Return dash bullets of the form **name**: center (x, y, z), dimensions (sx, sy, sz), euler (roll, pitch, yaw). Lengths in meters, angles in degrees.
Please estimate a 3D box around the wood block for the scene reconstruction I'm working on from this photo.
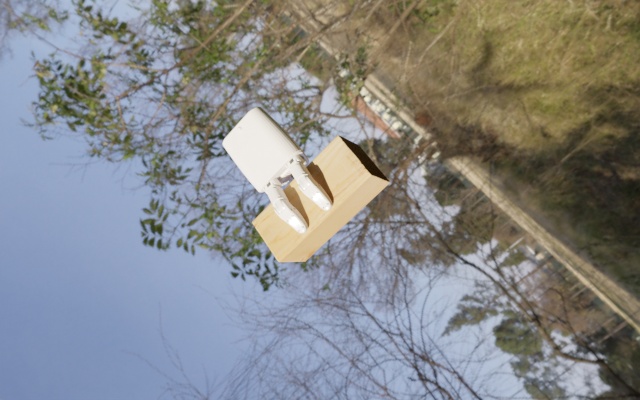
- **wood block**: center (0.000, 0.002, 0.788), dimensions (0.206, 0.090, 0.091), euler (-44, -22, 17)
